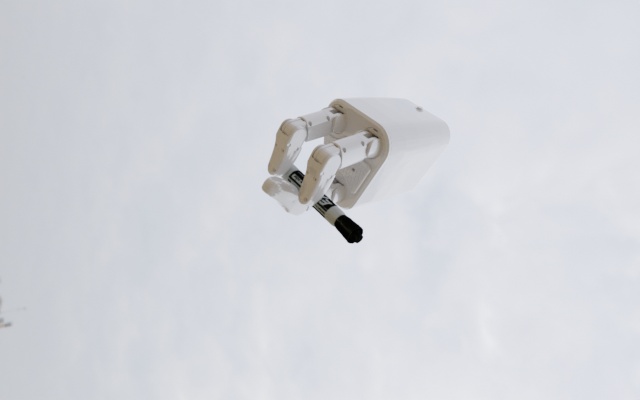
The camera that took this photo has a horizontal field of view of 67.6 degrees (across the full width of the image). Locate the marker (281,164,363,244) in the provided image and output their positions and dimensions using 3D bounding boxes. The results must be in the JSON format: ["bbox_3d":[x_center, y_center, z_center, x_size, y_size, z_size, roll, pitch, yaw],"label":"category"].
[{"bbox_3d":[0.000,0.002,0.465,0.020,0.020,0.121,0,34,-45],"label":"marker"}]
